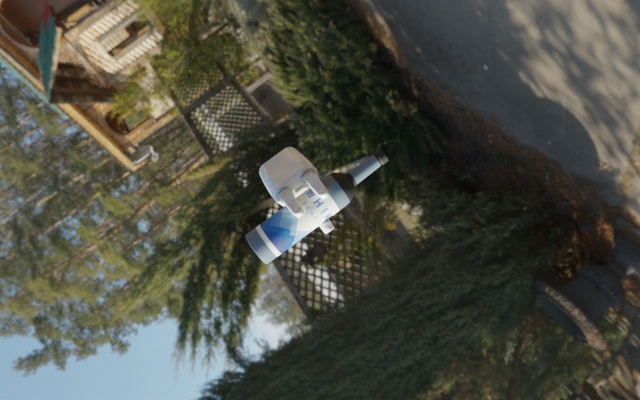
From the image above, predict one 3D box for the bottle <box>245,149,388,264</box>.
[{"bbox_3d":[0.000,0.003,0.881,0.295,0.069,0.069,-36,2,-3],"label":"bottle"}]
